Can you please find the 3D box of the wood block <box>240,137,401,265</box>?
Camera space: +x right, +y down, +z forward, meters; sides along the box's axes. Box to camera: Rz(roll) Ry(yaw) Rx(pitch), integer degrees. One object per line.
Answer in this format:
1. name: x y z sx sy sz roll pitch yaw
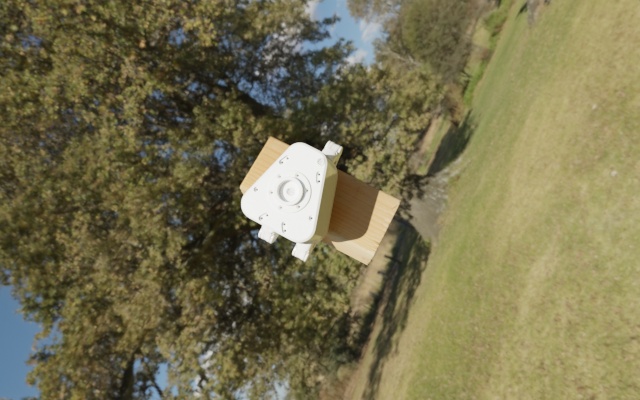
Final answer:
1. wood block: 0.000 0.002 0.696 0.206 0.091 0.090 27 -13 7
